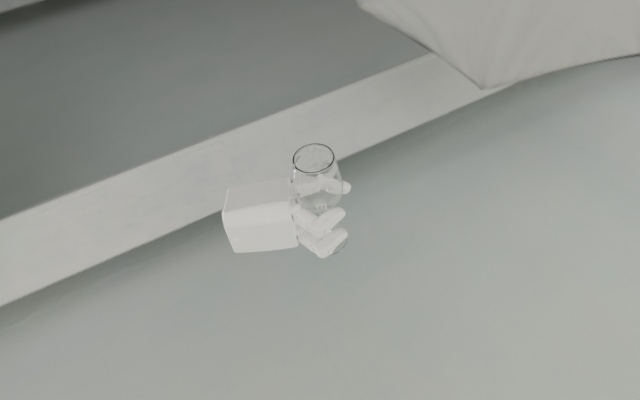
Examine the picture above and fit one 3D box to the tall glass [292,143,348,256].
[{"bbox_3d":[0.000,0.003,0.767,0.079,0.079,0.201,0,-40,8],"label":"tall glass"}]
